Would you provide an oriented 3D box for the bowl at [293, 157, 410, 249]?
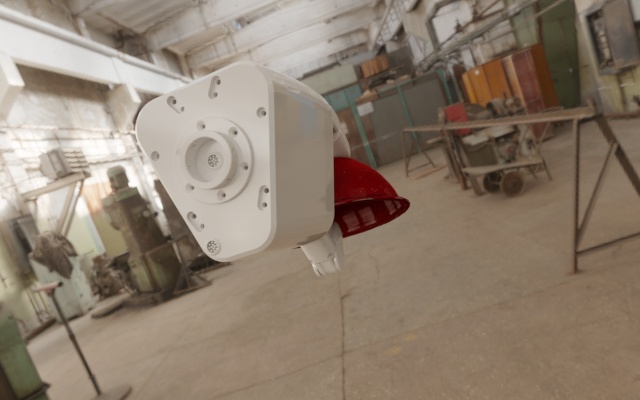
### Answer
[{"bbox_3d":[0.000,0.001,0.458,0.162,0.055,0.162,-13,-15,-4],"label":"bowl"}]
